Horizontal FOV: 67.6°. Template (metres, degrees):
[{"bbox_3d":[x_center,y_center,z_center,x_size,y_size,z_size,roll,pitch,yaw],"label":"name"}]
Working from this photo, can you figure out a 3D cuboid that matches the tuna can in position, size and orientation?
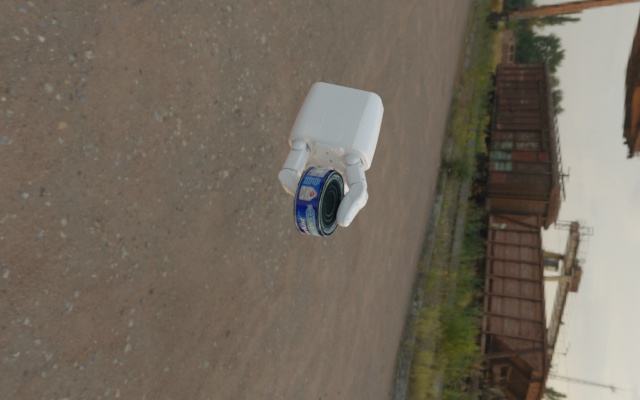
[{"bbox_3d":[0.001,0.002,0.595,0.034,0.086,0.086,9,4,22],"label":"tuna can"}]
